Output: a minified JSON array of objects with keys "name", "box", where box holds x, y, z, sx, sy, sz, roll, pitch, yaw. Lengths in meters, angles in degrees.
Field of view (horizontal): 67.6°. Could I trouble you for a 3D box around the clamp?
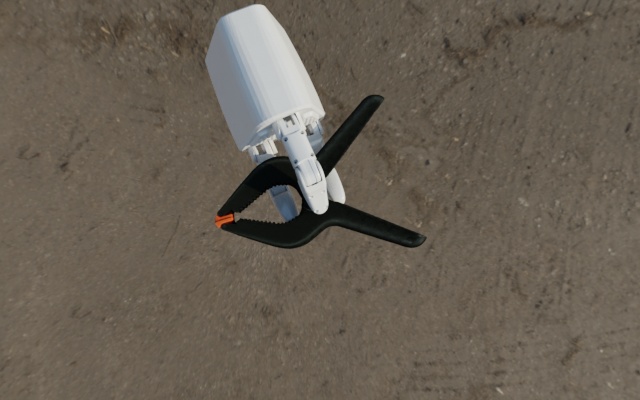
[{"name":"clamp","box":[0.000,0.002,0.488,0.210,0.164,0.036,-23,-2,-7]}]
